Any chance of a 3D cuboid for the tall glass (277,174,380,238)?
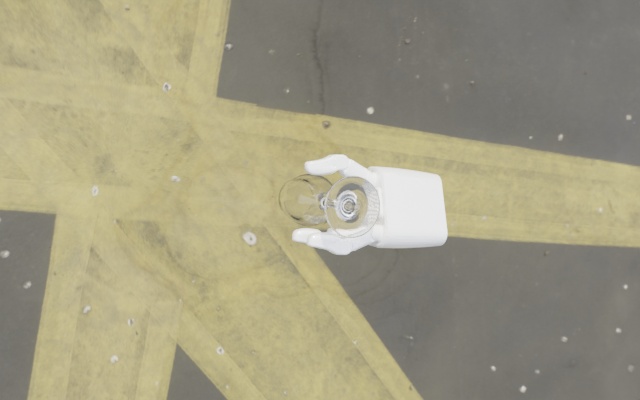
[{"bbox_3d":[0.000,0.002,0.658,0.079,0.079,0.201,0,3,-24],"label":"tall glass"}]
